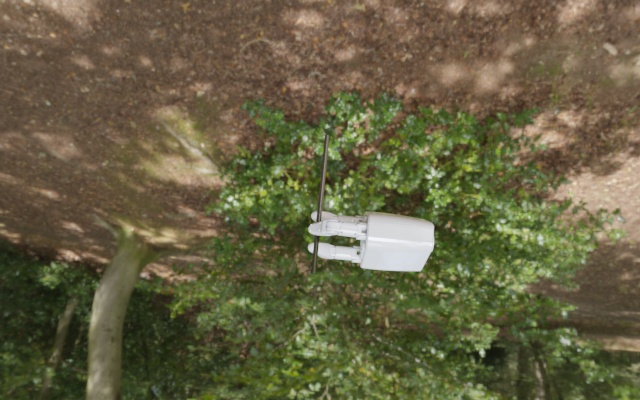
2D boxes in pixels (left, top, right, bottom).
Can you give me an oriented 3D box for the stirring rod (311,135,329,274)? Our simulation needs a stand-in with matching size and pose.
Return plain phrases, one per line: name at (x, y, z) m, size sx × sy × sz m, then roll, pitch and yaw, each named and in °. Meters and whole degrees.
stirring rod at (0.000, 0.003, 0.804) m, size 0.011 × 0.239 × 0.011 m, roll 5°, pitch -15°, yaw 1°
